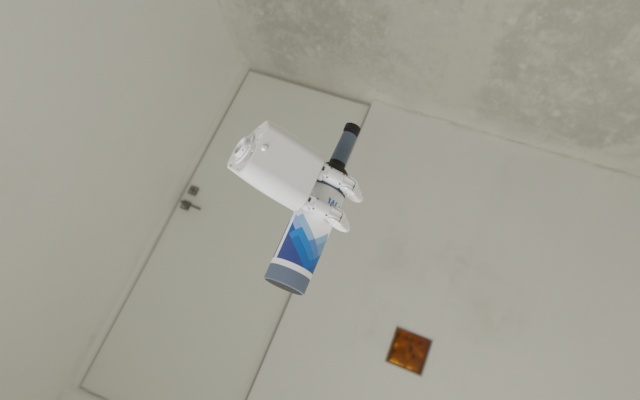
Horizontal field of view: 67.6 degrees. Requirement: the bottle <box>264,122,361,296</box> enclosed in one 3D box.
[{"bbox_3d":[0.000,0.003,0.767,0.069,0.295,0.069,21,-18,7],"label":"bottle"}]
